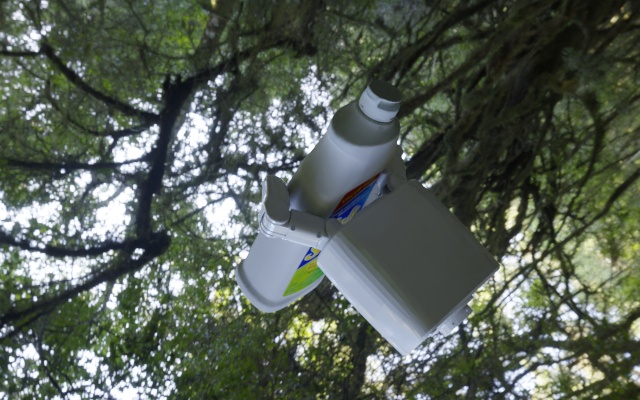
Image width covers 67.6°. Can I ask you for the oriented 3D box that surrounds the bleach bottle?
[{"bbox_3d":[0.000,0.001,0.441,0.102,0.068,0.251,-23,-28,-41],"label":"bleach bottle"}]
